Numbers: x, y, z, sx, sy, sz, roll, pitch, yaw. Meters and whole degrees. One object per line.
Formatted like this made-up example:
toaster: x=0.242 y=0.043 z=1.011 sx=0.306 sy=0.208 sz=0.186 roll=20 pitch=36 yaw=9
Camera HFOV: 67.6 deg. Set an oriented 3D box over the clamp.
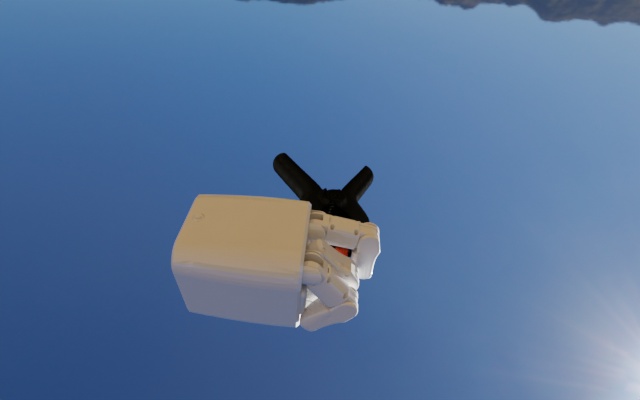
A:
clamp: x=0.000 y=0.002 z=0.512 sx=0.120 sy=0.039 sz=0.171 roll=8 pitch=33 yaw=-1
